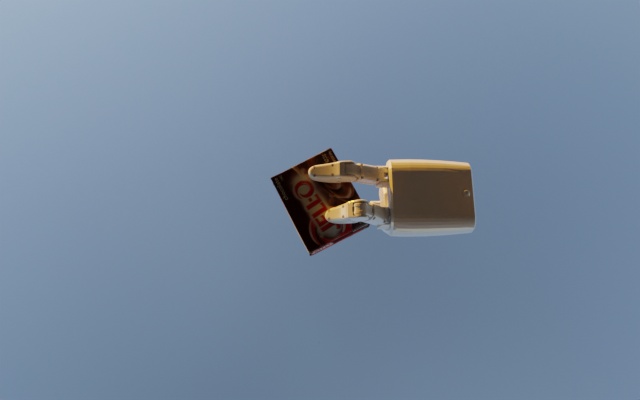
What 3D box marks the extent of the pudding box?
[{"bbox_3d":[0.000,0.002,0.618,0.090,0.113,0.039,-27,-15,-7],"label":"pudding box"}]
